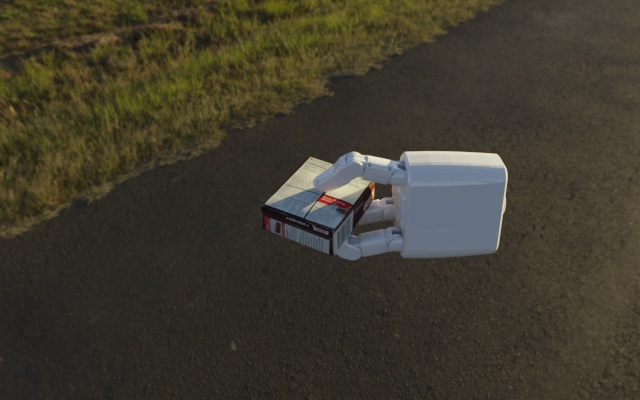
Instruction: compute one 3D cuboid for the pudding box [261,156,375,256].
[{"bbox_3d":[0.000,0.002,0.537,0.090,0.039,0.113,18,40,21],"label":"pudding box"}]
